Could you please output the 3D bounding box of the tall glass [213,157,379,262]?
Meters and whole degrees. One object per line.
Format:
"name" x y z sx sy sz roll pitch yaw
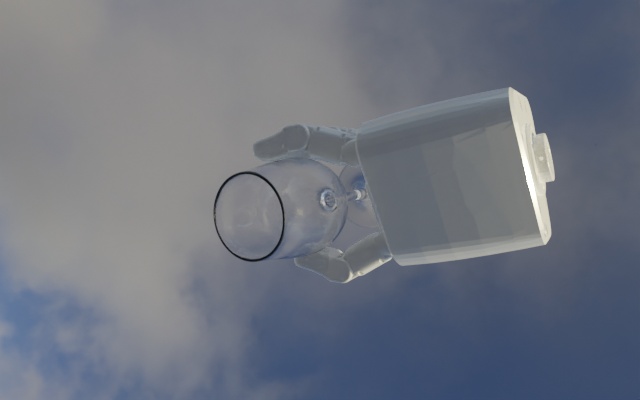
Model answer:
"tall glass" 0.000 0.001 0.408 0.079 0.079 0.201 0 6 30
